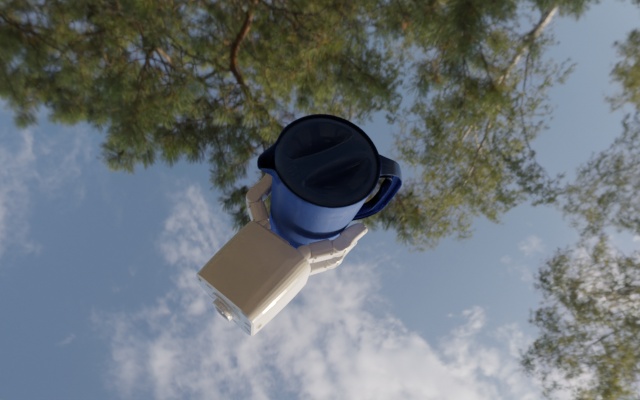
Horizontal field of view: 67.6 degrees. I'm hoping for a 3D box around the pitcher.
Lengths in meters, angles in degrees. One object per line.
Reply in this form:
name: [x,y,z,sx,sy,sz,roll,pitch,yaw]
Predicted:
pitcher: [0.000,0.002,0.675,0.145,0.149,0.243,-44,-12,-26]
